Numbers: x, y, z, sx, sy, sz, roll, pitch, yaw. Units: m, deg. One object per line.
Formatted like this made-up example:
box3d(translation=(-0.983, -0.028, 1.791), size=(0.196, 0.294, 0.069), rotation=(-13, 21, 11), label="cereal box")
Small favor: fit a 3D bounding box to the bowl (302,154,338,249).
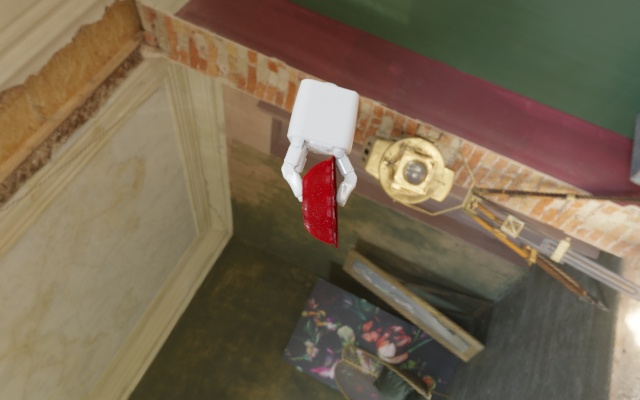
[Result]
box3d(translation=(0.000, 0.004, 0.817), size=(0.055, 0.162, 0.162), rotation=(-2, 0, 4), label="bowl")
